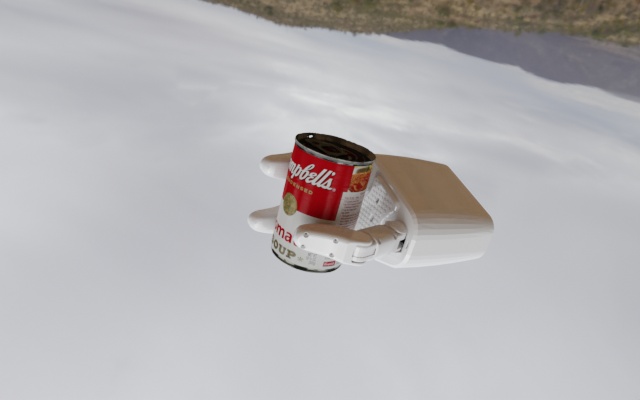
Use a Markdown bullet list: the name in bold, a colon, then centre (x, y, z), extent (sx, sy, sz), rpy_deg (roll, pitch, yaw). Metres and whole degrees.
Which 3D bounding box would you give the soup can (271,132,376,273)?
- **soup can**: centre (0.000, 0.002, 0.406), extent (0.068, 0.102, 0.068), rpy_deg (13, 22, -5)
